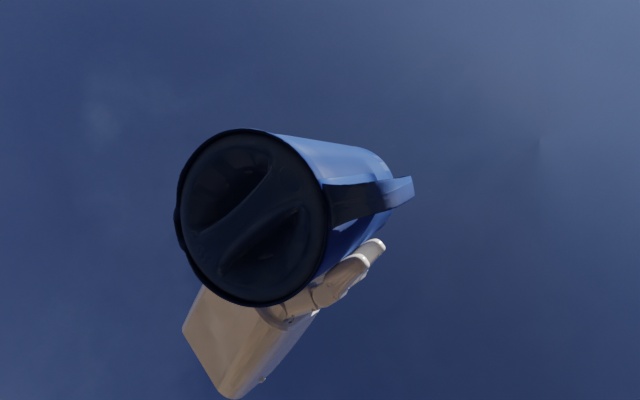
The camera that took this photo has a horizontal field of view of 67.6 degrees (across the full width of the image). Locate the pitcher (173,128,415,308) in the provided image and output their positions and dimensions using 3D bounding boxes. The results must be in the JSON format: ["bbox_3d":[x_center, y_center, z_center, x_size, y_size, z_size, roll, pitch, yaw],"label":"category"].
[{"bbox_3d":[0.000,0.002,0.449,0.149,0.145,0.243,36,19,16],"label":"pitcher"}]
